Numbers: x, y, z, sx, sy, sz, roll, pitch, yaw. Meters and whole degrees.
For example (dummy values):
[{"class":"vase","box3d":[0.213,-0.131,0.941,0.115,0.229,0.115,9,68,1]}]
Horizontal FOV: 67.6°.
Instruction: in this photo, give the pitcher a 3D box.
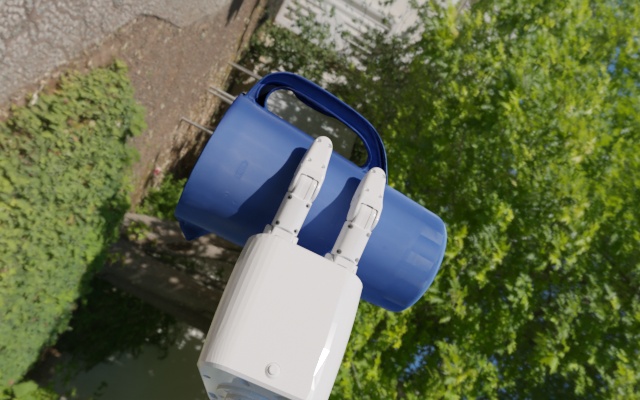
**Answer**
[{"class":"pitcher","box3d":[0.000,0.002,0.464,0.243,0.145,0.149,28,-37,-9]}]
